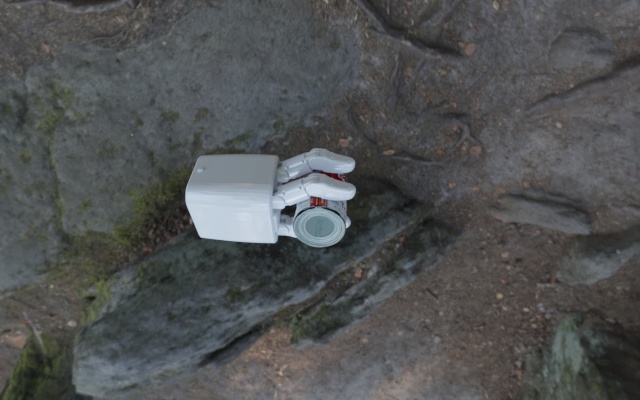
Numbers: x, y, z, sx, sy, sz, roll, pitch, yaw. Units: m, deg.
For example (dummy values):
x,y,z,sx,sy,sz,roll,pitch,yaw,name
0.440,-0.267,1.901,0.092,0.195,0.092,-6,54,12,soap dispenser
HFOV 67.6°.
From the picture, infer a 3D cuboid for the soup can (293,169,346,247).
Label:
x,y,z,sx,sy,sz,roll,pitch,yaw,name
0.001,0.002,0.622,0.068,0.069,0.102,0,40,3,soup can
